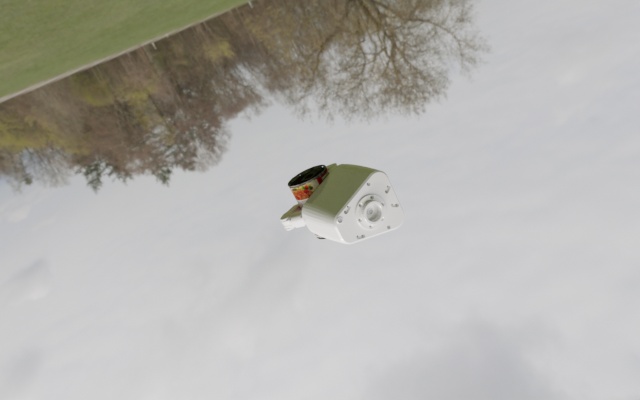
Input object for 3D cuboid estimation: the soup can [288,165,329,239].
[{"bbox_3d":[0.000,0.003,0.771,0.068,0.102,0.068,-24,19,9],"label":"soup can"}]
